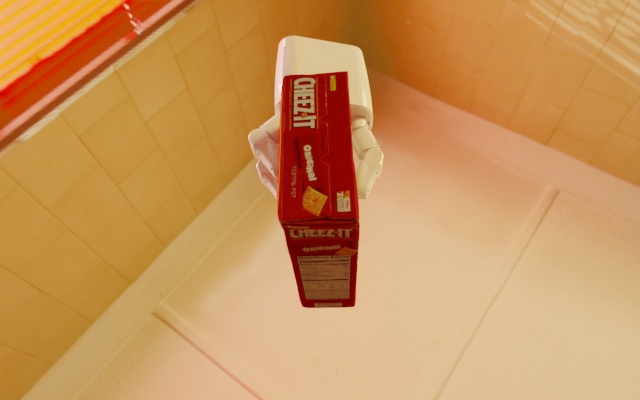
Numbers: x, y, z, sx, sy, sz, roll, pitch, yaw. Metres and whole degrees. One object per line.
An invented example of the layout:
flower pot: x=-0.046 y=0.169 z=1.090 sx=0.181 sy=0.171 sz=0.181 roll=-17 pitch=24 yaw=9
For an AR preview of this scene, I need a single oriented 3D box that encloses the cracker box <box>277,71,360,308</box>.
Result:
cracker box: x=0.000 y=0.002 z=0.500 sx=0.072 sy=0.164 sz=0.214 roll=-3 pitch=-30 yaw=2
